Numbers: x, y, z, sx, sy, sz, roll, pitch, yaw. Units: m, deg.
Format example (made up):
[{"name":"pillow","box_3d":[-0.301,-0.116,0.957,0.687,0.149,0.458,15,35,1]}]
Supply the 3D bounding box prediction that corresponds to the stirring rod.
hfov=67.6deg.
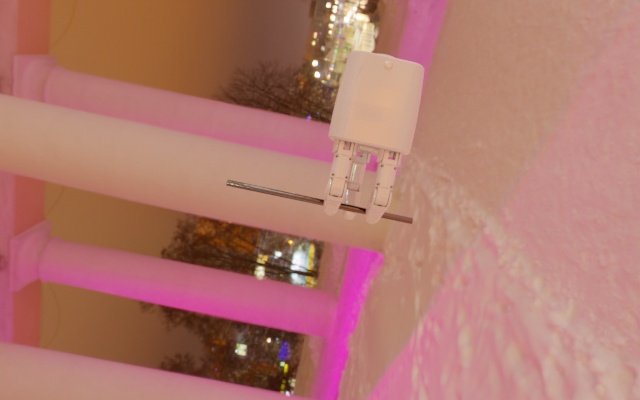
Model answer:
[{"name":"stirring rod","box_3d":[0.000,0.002,0.607,0.239,0.011,0.011,12,-1,-3]}]
